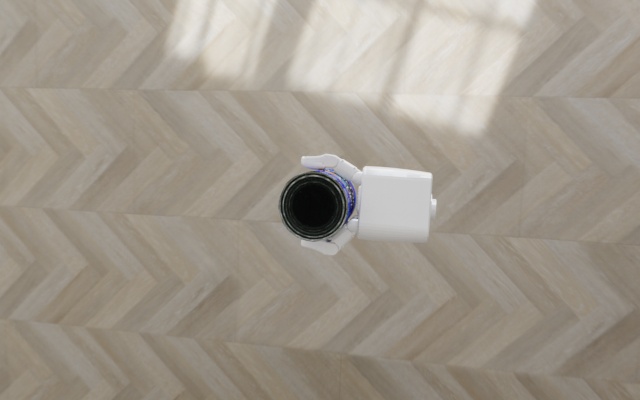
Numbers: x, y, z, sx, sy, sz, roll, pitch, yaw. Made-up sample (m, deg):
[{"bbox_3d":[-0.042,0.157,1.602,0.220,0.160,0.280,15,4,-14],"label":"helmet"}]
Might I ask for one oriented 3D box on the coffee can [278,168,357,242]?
[{"bbox_3d":[0.000,0.002,0.751,0.103,0.103,0.140,0,5,9],"label":"coffee can"}]
